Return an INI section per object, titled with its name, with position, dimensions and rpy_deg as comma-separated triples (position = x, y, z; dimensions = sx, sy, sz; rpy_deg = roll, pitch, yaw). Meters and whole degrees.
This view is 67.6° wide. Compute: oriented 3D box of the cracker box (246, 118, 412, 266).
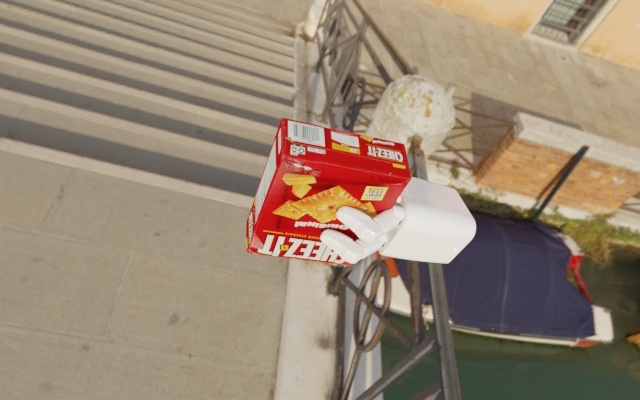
[cracker box]
position = 0.000, 0.002, 0.644
dimensions = 0.164, 0.072, 0.214
rpy_deg = 10, -40, -15
